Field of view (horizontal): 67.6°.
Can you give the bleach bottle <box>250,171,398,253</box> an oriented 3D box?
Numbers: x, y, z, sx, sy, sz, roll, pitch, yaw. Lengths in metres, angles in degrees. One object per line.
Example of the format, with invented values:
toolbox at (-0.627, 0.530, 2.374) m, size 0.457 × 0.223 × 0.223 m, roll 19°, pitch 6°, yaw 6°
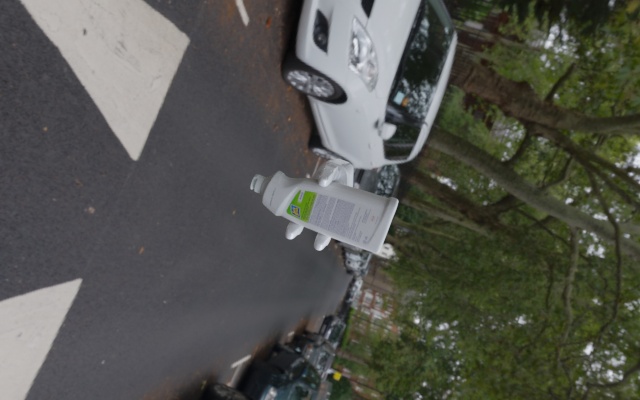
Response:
bleach bottle at (0.000, 0.003, 0.832) m, size 0.251 × 0.102 × 0.068 m, roll 21°, pitch 14°, yaw 7°
